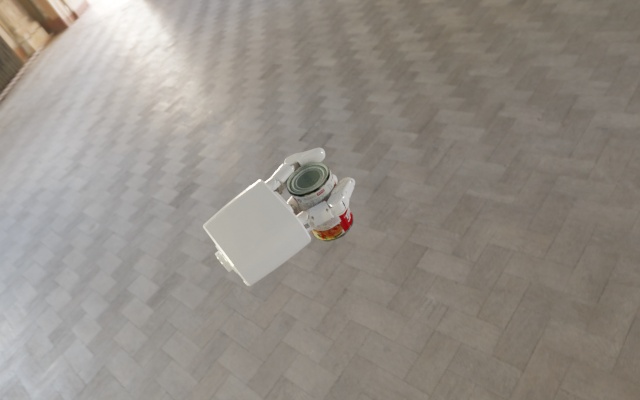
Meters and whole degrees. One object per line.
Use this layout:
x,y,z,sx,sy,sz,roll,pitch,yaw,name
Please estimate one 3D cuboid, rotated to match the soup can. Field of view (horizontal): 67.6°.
0.000,0.002,0.697,0.068,0.068,0.102,0,-43,31,soup can
